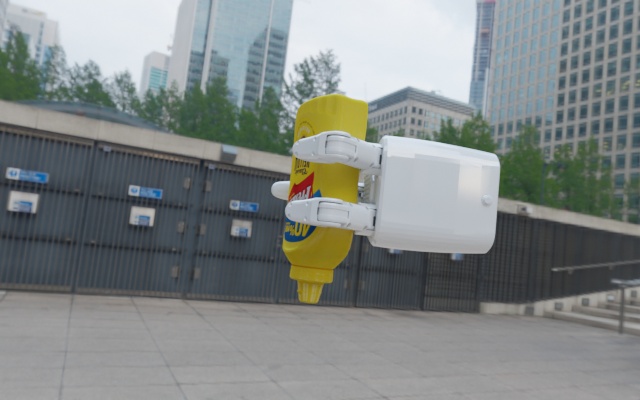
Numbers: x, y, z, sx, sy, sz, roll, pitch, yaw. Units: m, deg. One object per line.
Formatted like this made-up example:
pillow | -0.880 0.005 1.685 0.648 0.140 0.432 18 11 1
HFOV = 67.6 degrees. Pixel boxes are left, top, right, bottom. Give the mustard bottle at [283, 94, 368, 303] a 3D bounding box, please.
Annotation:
mustard bottle | 0.000 0.001 0.460 0.058 0.191 0.096 9 -6 -28
